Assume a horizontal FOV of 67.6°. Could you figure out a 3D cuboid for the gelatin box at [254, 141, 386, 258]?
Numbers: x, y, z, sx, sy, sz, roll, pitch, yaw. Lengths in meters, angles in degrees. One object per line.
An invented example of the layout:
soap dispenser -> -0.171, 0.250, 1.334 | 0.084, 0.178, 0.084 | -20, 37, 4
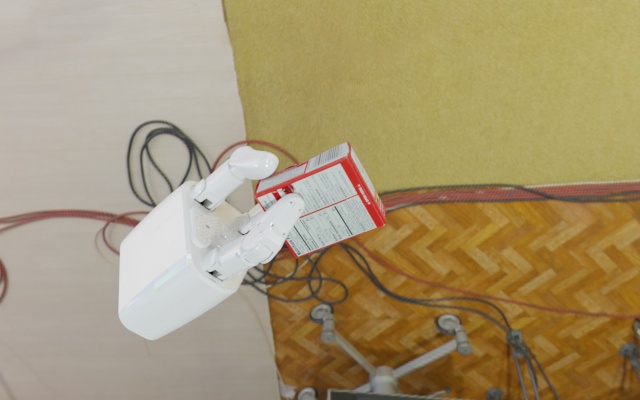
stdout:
gelatin box -> 0.000, 0.001, 0.400 | 0.089, 0.073, 0.030 | -22, 29, 19
